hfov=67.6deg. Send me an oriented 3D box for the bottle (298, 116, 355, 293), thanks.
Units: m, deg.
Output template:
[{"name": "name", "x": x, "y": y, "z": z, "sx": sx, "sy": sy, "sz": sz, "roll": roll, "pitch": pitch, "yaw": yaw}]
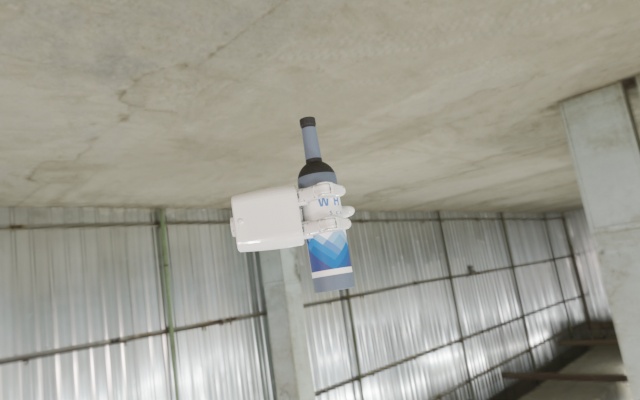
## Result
[{"name": "bottle", "x": 0.000, "y": 0.003, "z": 0.800, "sx": 0.069, "sy": 0.295, "sz": 0.069, "roll": -9, "pitch": -10, "yaw": -2}]
